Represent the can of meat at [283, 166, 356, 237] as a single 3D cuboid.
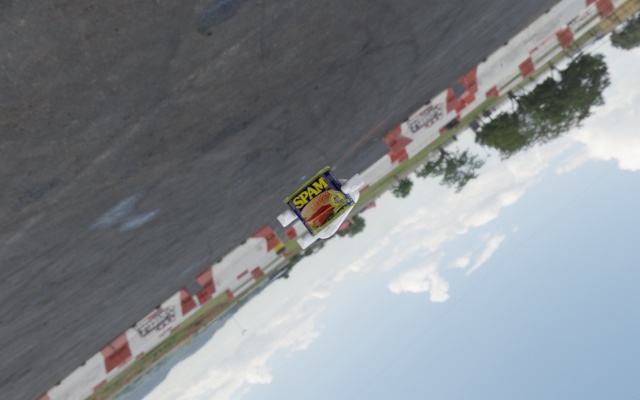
[{"bbox_3d":[0.000,0.003,0.852,0.102,0.084,0.057,-38,-3,9],"label":"can of meat"}]
